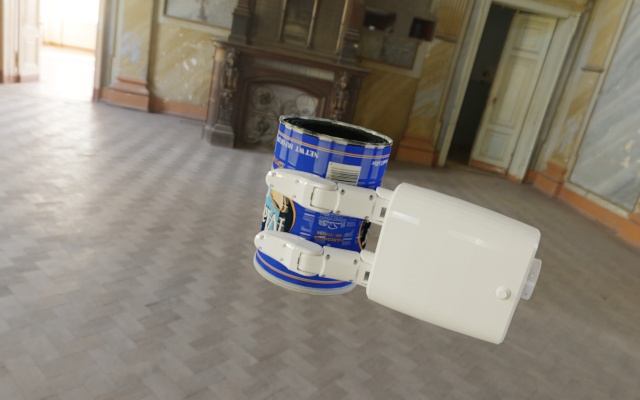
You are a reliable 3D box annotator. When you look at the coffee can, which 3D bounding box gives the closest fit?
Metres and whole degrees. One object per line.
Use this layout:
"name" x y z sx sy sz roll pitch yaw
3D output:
"coffee can" 0.000 0.002 0.443 0.103 0.140 0.102 11 17 -3
